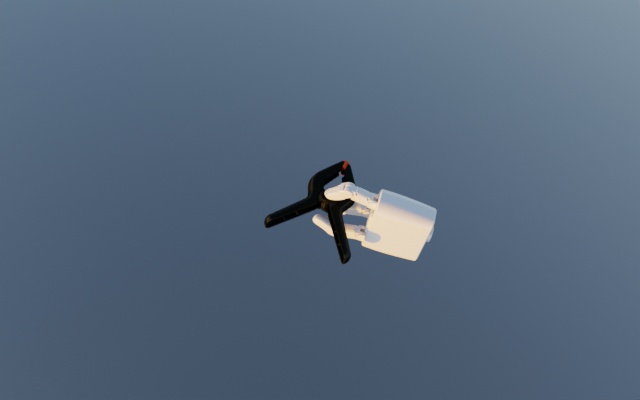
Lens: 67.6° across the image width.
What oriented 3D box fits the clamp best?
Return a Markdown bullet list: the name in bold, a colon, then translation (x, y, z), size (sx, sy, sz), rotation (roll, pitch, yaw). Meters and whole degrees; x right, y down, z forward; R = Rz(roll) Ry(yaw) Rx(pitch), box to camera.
- **clamp**: translation (0.001, 0.002, 0.886), size (0.164, 0.209, 0.036), rotation (20, -34, 0)
